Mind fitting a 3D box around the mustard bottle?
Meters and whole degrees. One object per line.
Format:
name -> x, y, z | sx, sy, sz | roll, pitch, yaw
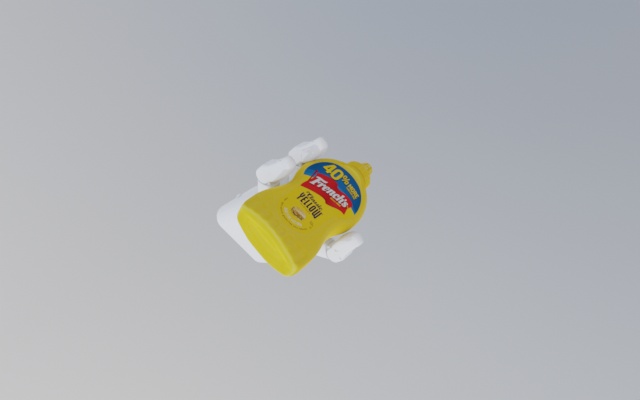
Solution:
mustard bottle -> 0.000, 0.002, 0.573 | 0.191, 0.096, 0.058 | -35, -11, -38
